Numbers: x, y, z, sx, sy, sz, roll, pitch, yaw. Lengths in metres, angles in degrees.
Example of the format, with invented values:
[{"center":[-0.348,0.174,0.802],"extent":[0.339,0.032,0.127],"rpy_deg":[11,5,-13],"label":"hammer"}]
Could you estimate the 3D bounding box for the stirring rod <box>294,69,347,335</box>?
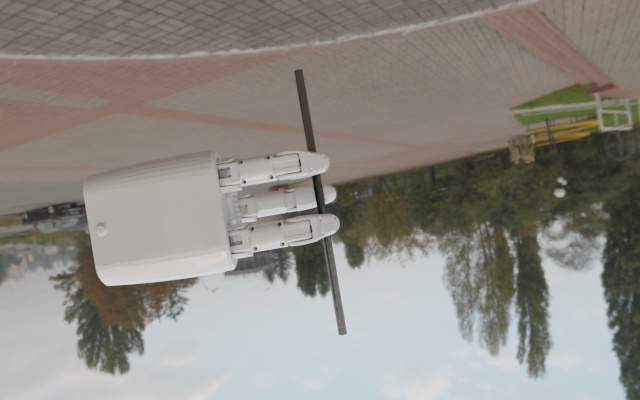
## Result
[{"center":[0.000,0.001,0.430],"extent":[0.011,0.239,0.011],"rpy_deg":[-10,0,0],"label":"stirring rod"}]
